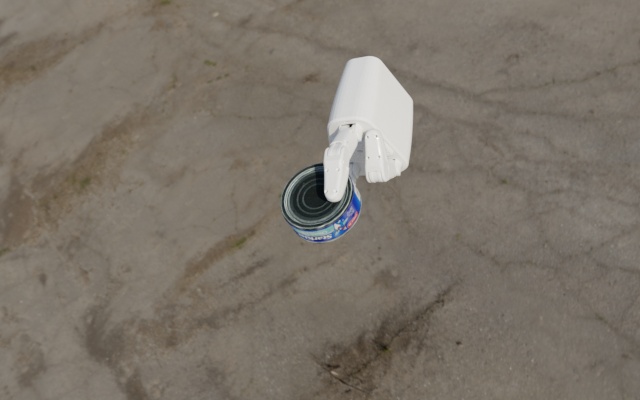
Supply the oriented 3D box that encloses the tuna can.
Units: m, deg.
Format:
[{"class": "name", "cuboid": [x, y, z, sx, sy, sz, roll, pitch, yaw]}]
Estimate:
[{"class": "tuna can", "cuboid": [0.000, 0.001, 0.525, 0.086, 0.086, 0.034, 0, -30, 23]}]
